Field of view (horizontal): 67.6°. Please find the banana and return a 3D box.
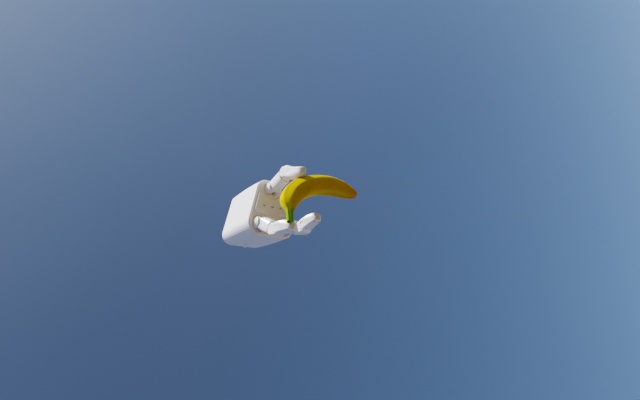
[{"bbox_3d":[-0.009,-0.014,0.854,0.037,0.069,0.197,-24,-2,43],"label":"banana"}]
